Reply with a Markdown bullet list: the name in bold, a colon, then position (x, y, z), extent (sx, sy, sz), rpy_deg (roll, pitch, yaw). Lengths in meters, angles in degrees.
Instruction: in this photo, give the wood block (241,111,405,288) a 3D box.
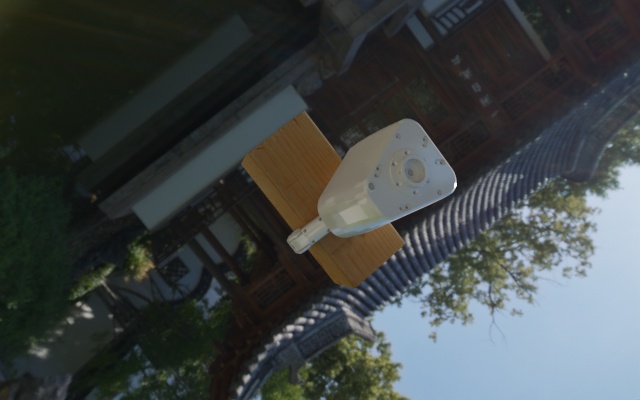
- **wood block**: position (0.000, 0.002, 0.614), extent (0.091, 0.206, 0.090), rpy_deg (-39, 6, -14)
